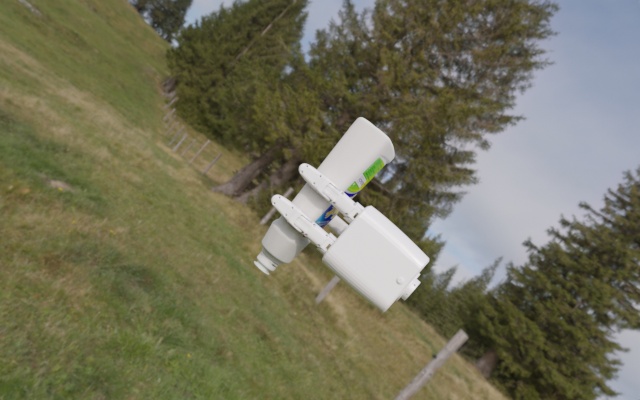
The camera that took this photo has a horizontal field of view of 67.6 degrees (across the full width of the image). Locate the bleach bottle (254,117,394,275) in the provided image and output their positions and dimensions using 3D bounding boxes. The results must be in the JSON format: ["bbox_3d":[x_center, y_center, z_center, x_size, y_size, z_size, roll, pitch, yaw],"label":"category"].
[{"bbox_3d":[0.000,0.002,0.683,0.068,0.251,0.102,41,0,15],"label":"bleach bottle"}]
